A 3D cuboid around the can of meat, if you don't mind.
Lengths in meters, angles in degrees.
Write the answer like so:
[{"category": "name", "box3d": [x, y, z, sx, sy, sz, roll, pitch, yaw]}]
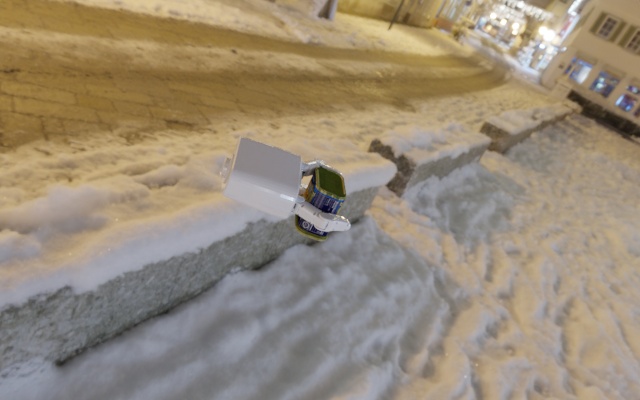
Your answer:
[{"category": "can of meat", "box3d": [0.000, 0.002, 0.782, 0.057, 0.084, 0.102, 21, 25, -12]}]
